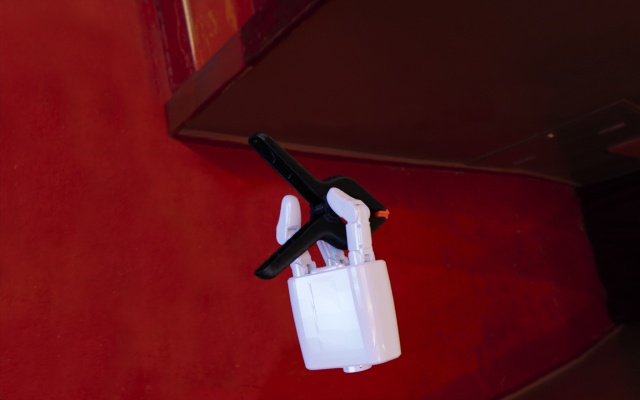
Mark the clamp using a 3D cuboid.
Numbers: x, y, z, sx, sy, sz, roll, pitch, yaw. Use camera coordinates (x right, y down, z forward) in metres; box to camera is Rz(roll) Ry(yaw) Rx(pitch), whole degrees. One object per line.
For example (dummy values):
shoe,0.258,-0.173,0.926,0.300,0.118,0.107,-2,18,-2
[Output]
clamp,0.001,0.002,0.578,0.210,0.164,0.036,-2,-11,-41
